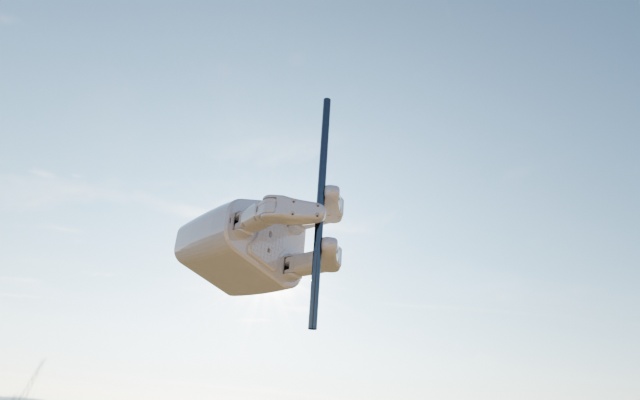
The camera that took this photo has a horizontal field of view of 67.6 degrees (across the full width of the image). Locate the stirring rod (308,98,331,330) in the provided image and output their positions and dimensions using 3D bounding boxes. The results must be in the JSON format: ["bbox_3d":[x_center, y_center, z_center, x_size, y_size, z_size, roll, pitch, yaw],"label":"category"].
[{"bbox_3d":[0.000,0.002,0.459,0.011,0.239,0.011,3,-25,1],"label":"stirring rod"}]
